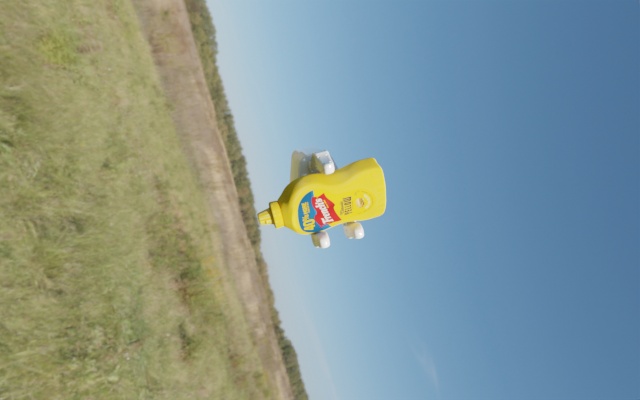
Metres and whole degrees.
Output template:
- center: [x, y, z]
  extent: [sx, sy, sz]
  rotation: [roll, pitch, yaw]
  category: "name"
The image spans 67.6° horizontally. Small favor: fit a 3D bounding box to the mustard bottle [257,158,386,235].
- center: [0.000, 0.002, 0.715]
  extent: [0.191, 0.096, 0.058]
  rotation: [-15, 41, -9]
  category: "mustard bottle"
